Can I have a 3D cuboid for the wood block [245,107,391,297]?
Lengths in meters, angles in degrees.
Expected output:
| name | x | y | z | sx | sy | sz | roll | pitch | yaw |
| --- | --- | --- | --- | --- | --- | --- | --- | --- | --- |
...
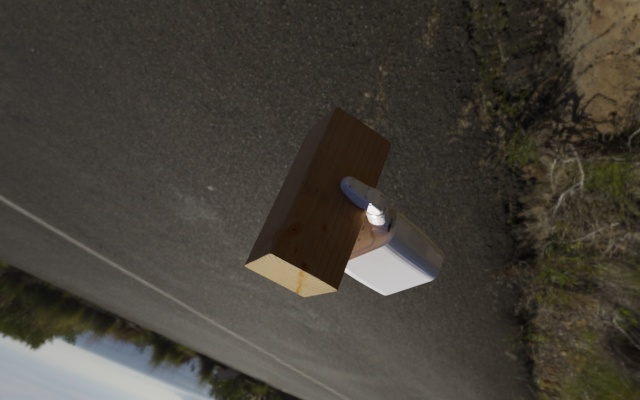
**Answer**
| name | x | y | z | sx | sy | sz | roll | pitch | yaw |
| --- | --- | --- | --- | --- | --- | --- | --- | --- | --- |
| wood block | 0.001 | 0.002 | 0.587 | 0.090 | 0.206 | 0.091 | 31 | -27 | -17 |
